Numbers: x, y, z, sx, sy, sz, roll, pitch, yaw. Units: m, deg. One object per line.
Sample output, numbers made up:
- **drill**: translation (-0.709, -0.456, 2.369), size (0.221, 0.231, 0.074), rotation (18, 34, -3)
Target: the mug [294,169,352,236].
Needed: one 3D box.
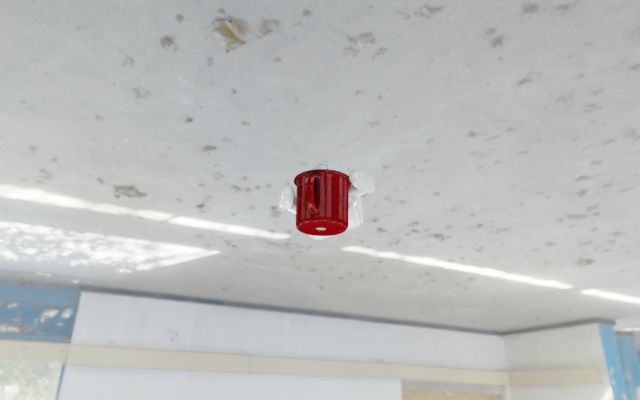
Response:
- **mug**: translation (0.000, 0.002, 0.734), size (0.093, 0.081, 0.117), rotation (-4, -22, 13)
